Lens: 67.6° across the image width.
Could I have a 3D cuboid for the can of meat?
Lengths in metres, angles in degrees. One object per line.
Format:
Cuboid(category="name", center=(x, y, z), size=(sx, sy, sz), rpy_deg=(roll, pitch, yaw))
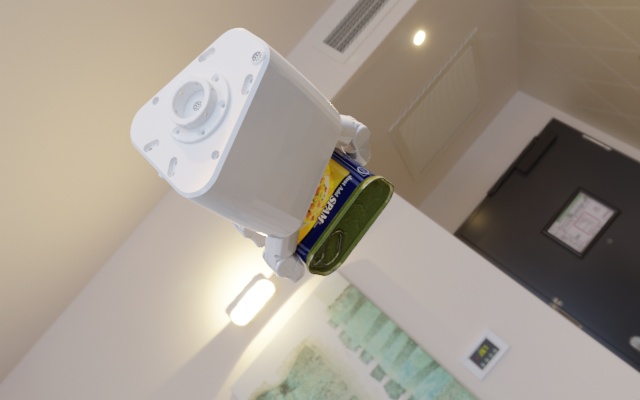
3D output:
Cuboid(category="can of meat", center=(0.000, 0.001, 0.429), size=(0.084, 0.102, 0.057), rpy_deg=(40, 8, 30))
